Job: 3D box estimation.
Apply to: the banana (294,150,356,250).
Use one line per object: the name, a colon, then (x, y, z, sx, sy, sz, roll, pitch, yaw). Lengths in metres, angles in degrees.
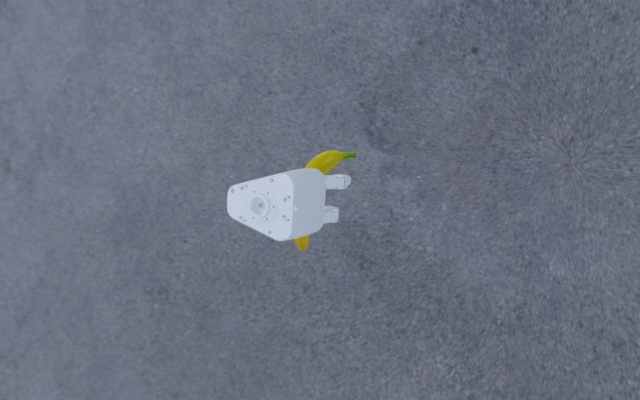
banana: (-0.014, -0.010, 0.824, 0.069, 0.198, 0.037, 31, 16, 14)
